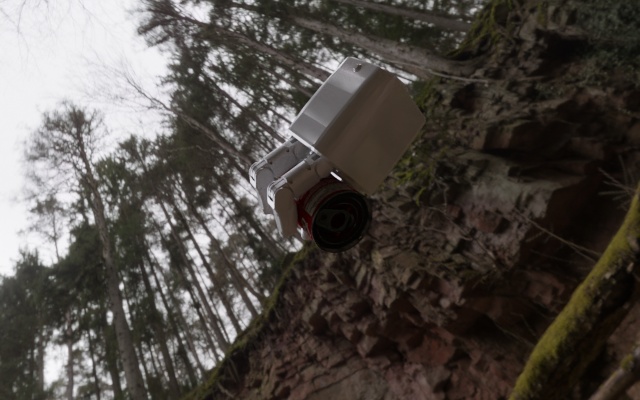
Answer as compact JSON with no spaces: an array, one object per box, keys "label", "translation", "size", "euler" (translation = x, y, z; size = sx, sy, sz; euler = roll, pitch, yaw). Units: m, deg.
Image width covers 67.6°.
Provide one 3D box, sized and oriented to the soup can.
[{"label":"soup can","translation":[0.000,0.002,0.509],"size":[0.068,0.068,0.102],"euler":[0,24,-29]}]
